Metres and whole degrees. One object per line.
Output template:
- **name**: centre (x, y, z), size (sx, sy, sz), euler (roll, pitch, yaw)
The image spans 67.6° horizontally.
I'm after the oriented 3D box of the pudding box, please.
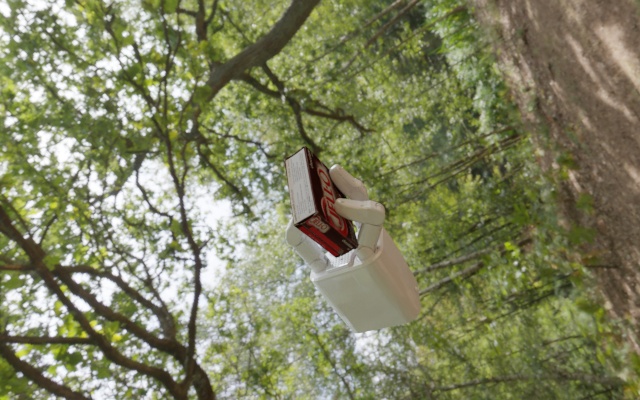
- **pudding box**: centre (0.000, 0.002, 0.582), size (0.039, 0.113, 0.090), euler (-30, -44, 18)
